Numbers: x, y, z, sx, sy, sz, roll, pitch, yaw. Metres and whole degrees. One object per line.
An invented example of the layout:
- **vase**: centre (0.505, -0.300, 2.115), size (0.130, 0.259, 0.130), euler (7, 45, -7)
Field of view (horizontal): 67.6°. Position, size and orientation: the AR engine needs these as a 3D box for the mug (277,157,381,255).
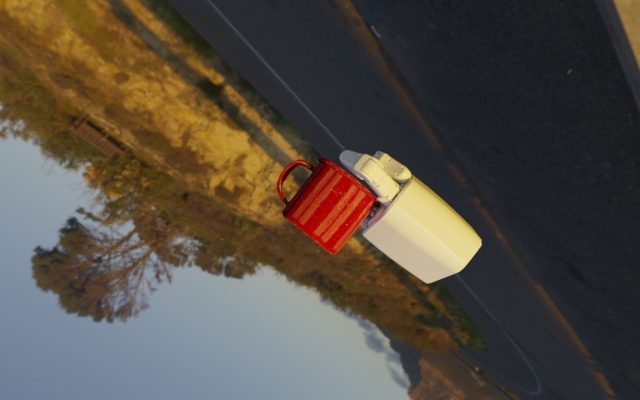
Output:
- **mug**: centre (-0.001, 0.001, 0.562), size (0.117, 0.081, 0.093), euler (38, -4, 3)
